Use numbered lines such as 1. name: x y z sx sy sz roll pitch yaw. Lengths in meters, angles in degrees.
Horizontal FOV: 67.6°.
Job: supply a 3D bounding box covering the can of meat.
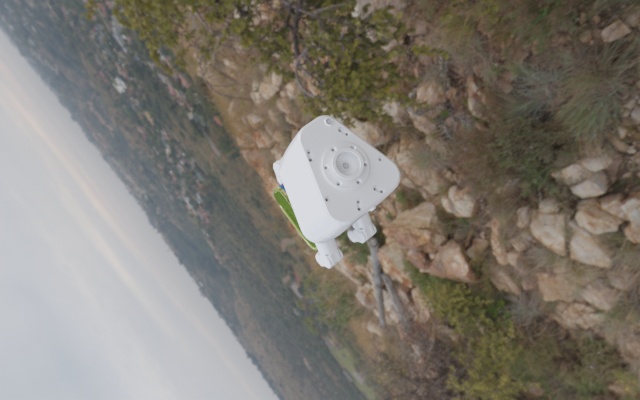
1. can of meat: 0.000 0.002 0.618 0.084 0.102 0.057 -37 1 -19
